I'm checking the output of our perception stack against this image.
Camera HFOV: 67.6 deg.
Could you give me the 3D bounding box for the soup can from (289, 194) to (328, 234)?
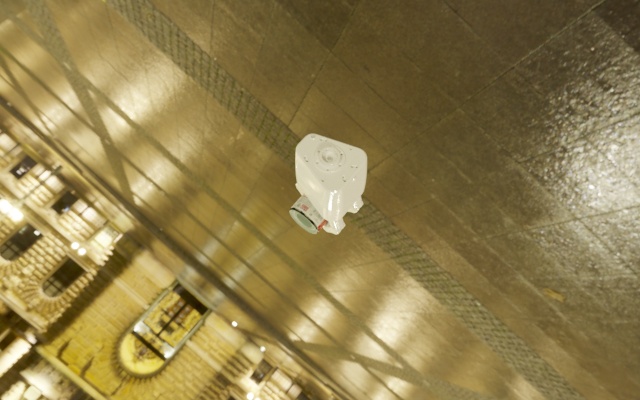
[{"bbox_3d":[0.000,0.003,0.876,0.068,0.102,0.068,36,-20,15],"label":"soup can"}]
